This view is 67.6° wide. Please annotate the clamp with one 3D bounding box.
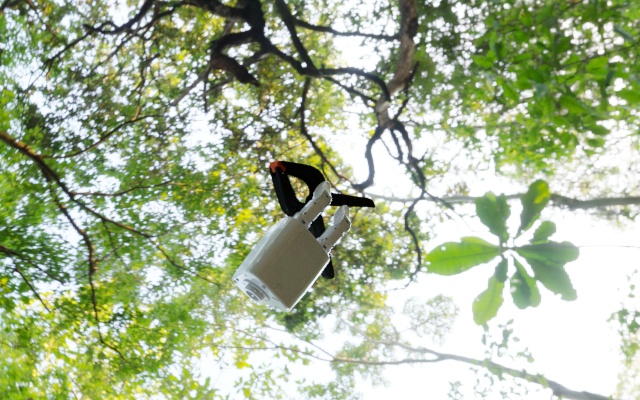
[{"bbox_3d":[-0.001,0.002,0.785,0.036,0.210,0.164,-4,40,53],"label":"clamp"}]
